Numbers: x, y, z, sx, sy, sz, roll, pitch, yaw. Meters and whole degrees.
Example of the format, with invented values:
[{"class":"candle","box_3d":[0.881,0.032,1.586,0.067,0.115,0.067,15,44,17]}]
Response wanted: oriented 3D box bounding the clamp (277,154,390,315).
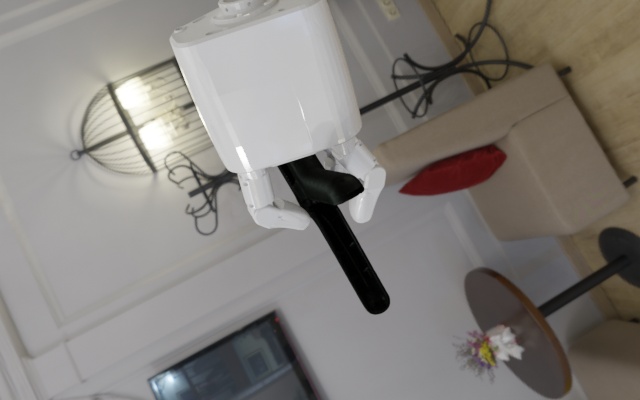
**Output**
[{"class":"clamp","box_3d":[-0.001,0.001,0.451,0.036,0.165,0.210,-27,38,-10]}]
